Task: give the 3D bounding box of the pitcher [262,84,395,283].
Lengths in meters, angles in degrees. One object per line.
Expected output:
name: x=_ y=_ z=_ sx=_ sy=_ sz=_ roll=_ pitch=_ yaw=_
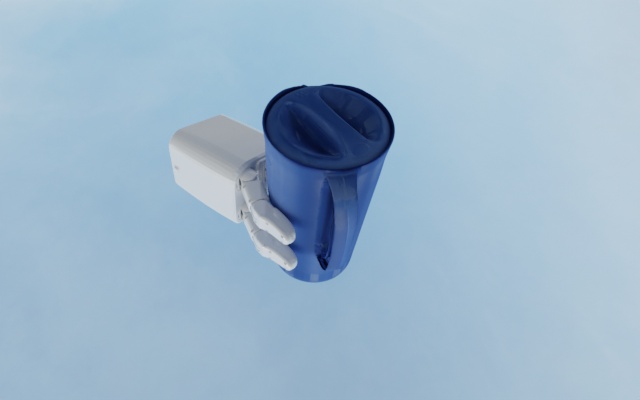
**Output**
pitcher: x=0.000 y=0.002 z=0.557 sx=0.145 sy=0.243 sz=0.149 roll=29 pitch=53 yaw=18
